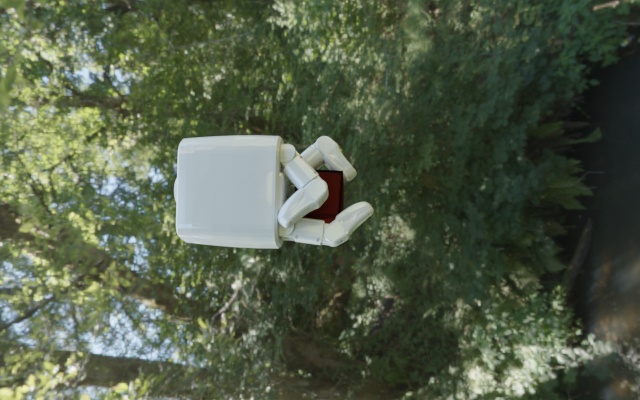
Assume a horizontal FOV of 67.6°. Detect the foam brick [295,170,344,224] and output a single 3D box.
[{"bbox_3d":[0.000,0.002,0.541,0.051,0.053,0.078,1,-18,4],"label":"foam brick"}]
